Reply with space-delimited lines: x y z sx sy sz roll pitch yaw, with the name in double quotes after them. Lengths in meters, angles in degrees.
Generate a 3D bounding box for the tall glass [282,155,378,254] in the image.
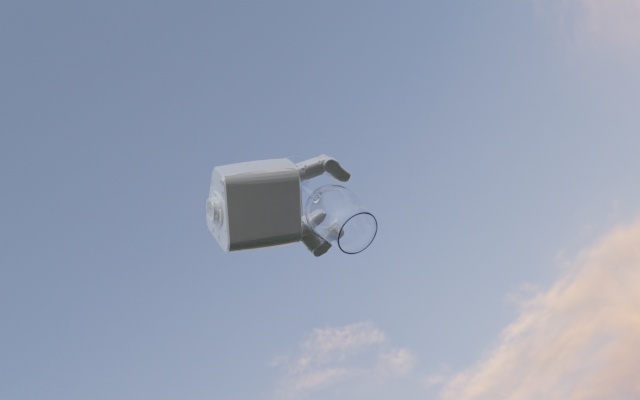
0.000 0.002 0.693 0.079 0.079 0.201 0 24 -33 "tall glass"
